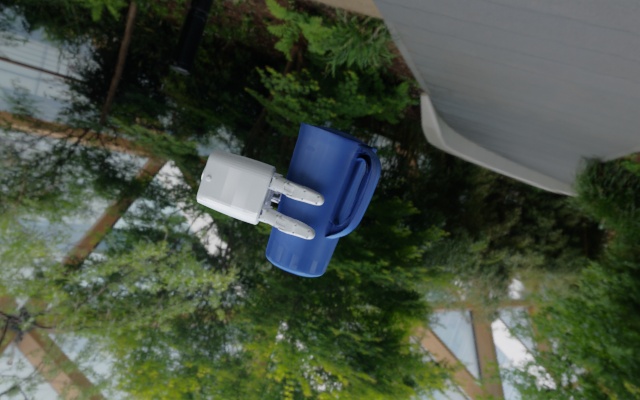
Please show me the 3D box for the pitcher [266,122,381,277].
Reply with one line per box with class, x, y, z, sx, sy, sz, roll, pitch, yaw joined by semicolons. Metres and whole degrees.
pitcher;0.000;0.003;0.796;0.145;0.243;0.149;19;7;0
